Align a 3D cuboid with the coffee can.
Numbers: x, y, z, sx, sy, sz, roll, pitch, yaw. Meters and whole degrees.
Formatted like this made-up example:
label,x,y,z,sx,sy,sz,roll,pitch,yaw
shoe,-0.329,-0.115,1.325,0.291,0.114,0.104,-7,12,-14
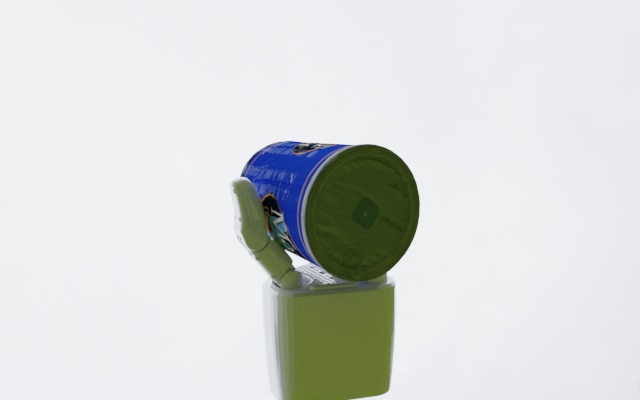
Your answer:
label,x,y,z,sx,sy,sz,roll,pitch,yaw
coffee can,0.000,0.001,0.409,0.103,0.103,0.140,0,7,-30
